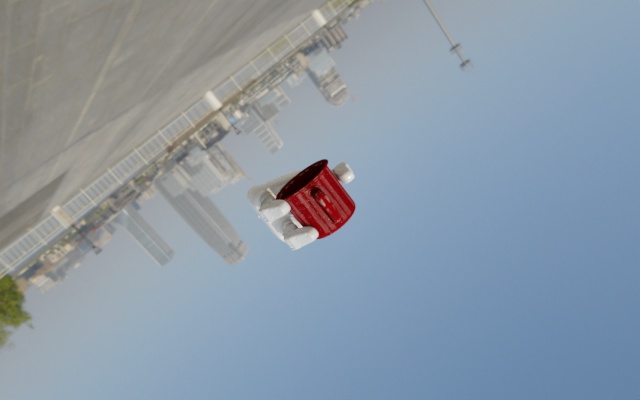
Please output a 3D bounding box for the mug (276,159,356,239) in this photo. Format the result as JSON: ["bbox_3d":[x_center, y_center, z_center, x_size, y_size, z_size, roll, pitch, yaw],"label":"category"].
[{"bbox_3d":[0.001,0.002,0.672,0.093,0.081,0.117,-41,16,-8],"label":"mug"}]
